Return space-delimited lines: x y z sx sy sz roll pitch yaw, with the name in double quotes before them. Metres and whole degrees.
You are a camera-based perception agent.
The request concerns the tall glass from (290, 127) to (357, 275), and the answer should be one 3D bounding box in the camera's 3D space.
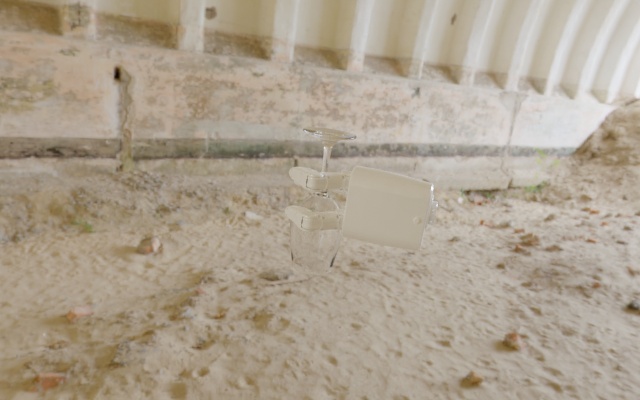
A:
"tall glass" 0.000 0.002 0.679 0.079 0.201 0.079 8 17 -2
